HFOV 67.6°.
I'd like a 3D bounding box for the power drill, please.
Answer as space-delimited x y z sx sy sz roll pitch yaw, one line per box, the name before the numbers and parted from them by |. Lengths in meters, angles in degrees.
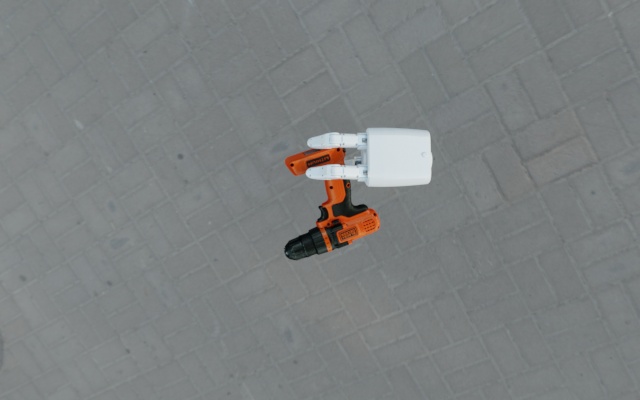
power drill | 0.000 0.002 0.856 0.184 0.188 0.057 -21 19 -8
